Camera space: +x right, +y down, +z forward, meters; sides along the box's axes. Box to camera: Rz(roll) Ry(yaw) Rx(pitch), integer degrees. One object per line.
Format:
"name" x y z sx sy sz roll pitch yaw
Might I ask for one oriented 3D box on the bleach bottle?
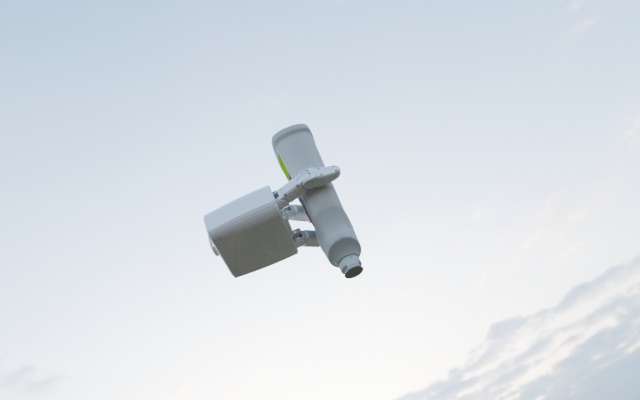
"bleach bottle" 0.000 0.002 0.714 0.068 0.250 0.103 -23 -37 -4
